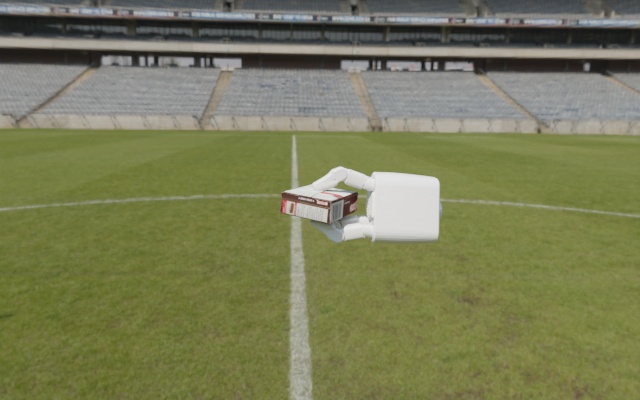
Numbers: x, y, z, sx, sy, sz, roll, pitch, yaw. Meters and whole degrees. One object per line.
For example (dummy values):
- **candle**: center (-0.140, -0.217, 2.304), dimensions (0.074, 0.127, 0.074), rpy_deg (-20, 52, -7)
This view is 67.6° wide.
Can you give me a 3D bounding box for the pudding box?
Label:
- **pudding box**: center (0.000, 0.002, 0.779), dimensions (0.090, 0.039, 0.113), rpy_deg (11, 12, 24)
